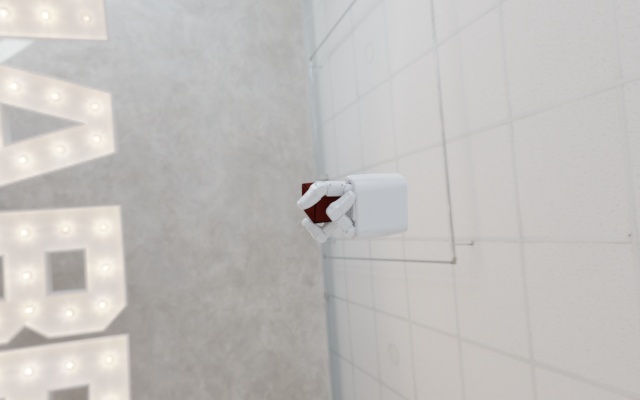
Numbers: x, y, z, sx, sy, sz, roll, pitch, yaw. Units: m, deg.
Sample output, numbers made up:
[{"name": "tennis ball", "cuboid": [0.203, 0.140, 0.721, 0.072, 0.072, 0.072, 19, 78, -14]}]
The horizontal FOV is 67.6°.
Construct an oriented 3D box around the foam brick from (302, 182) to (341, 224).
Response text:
[{"name": "foam brick", "cuboid": [0.000, 0.003, 0.893, 0.051, 0.053, 0.078, -7, 25, -18]}]
